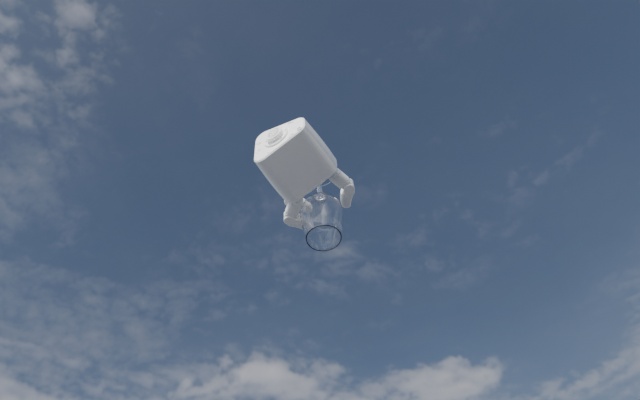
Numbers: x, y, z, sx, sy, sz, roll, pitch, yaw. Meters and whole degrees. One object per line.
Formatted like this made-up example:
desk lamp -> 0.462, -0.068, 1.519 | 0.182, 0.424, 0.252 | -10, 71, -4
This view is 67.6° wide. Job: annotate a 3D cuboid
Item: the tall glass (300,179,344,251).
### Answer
tall glass -> 0.000, 0.003, 0.888 | 0.079, 0.079, 0.200 | 0, 39, -4
